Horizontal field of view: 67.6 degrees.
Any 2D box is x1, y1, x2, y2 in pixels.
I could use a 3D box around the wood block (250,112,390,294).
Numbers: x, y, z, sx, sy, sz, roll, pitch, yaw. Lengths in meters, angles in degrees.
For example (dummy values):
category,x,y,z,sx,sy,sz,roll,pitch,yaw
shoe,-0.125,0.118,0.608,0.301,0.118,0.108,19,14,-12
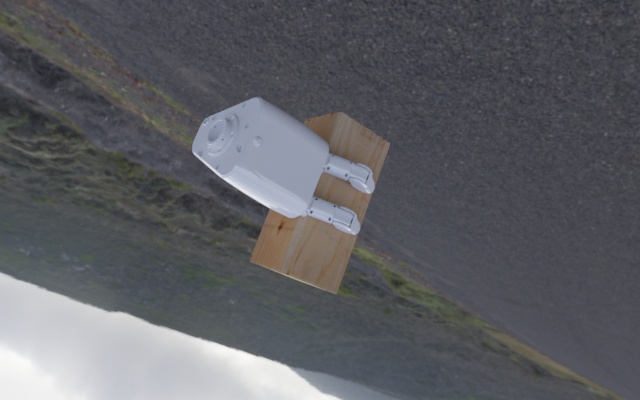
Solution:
category,x,y,z,sx,sy,sz,roll,pitch,yaw
wood block,0.000,0.002,0.617,0.090,0.206,0.091,27,-12,-30
